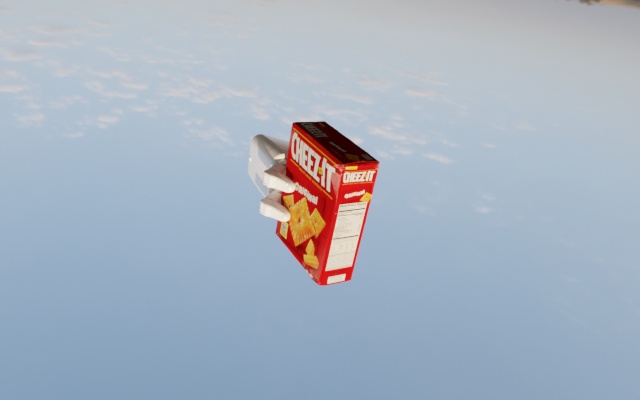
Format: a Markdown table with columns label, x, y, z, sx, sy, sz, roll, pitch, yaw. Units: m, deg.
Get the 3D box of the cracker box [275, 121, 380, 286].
| label | x | y | z | sx | sy | sz | roll | pitch | yaw |
| --- | --- | --- | --- | --- | --- | --- | --- | --- | --- |
| cracker box | 0.000 | 0.003 | 0.763 | 0.072 | 0.214 | 0.164 | -7 | 33 | -30 |
